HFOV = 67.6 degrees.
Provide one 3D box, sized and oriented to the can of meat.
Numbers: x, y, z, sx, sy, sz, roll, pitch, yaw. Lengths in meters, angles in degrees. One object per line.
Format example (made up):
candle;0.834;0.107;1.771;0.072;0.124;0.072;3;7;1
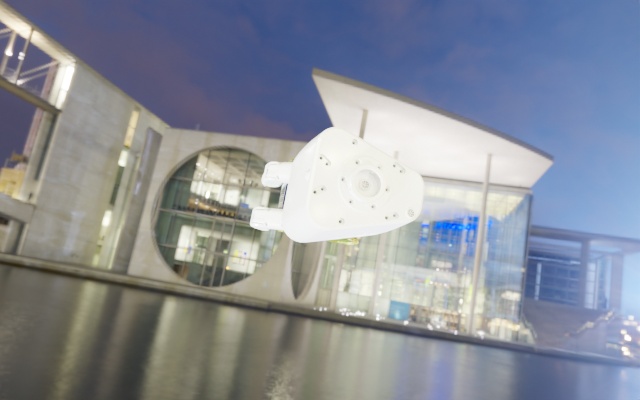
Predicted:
can of meat;0.000;0.002;0.568;0.102;0.084;0.057;12;-10;-9
